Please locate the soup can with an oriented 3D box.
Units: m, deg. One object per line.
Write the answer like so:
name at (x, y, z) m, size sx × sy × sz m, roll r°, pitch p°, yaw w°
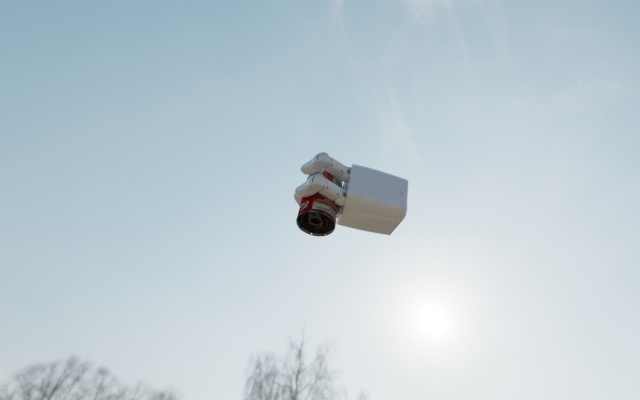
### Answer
soup can at (0.000, 0.002, 0.839) m, size 0.068 × 0.102 × 0.069 m, roll 7°, pitch -40°, yaw 6°
